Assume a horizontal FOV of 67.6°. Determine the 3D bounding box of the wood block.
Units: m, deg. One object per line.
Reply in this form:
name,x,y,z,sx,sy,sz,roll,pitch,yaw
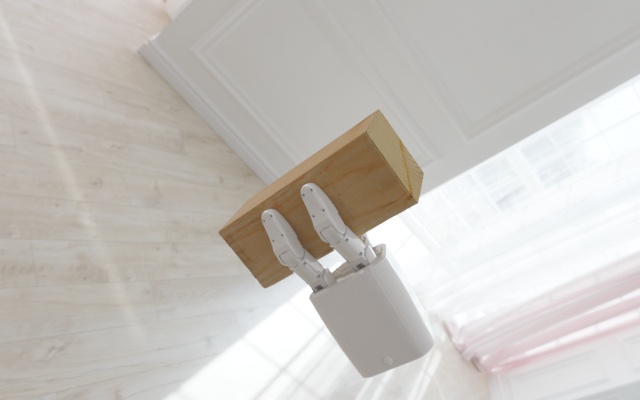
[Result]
wood block,0.001,0.002,0.530,0.206,0.090,0.090,-32,12,26
